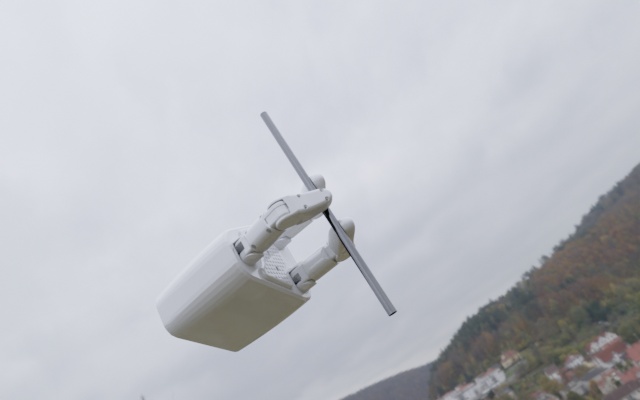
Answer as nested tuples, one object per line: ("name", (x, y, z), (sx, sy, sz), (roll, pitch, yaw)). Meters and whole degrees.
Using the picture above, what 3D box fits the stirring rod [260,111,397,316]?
("stirring rod", (0.000, 0.002, 0.440), (0.011, 0.239, 0.011), (-26, -27, -14))
